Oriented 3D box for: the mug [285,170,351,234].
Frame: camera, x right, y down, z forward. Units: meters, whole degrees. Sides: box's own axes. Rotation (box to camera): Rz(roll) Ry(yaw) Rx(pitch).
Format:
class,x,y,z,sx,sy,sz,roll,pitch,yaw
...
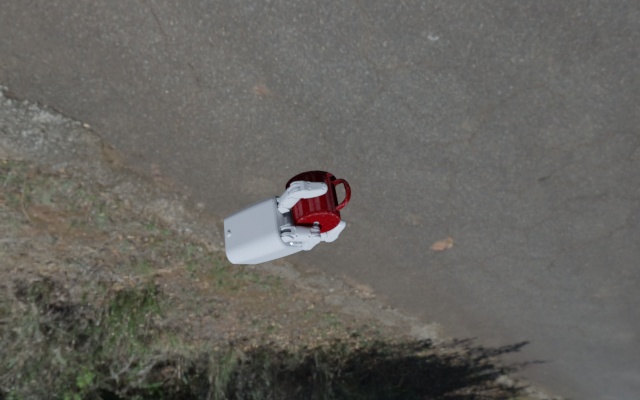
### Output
class,x,y,z,sx,sy,sz,roll,pitch,yaw
mug,0.001,0.002,0.825,0.117,0.081,0.093,-21,-31,19
